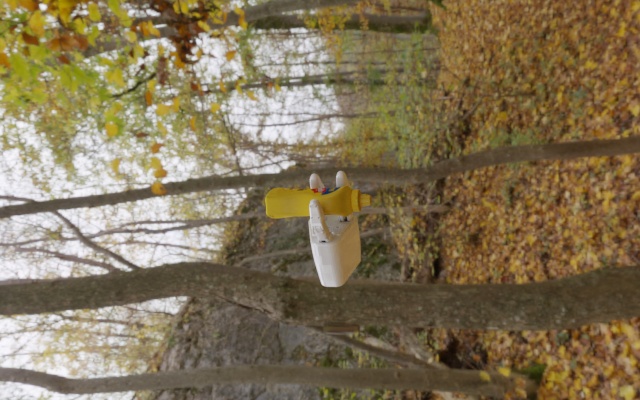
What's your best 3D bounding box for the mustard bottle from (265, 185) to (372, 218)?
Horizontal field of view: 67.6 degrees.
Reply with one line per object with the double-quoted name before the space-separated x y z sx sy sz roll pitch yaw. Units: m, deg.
"mustard bottle" 0.000 0.003 0.897 0.191 0.058 0.096 -1 6 15
